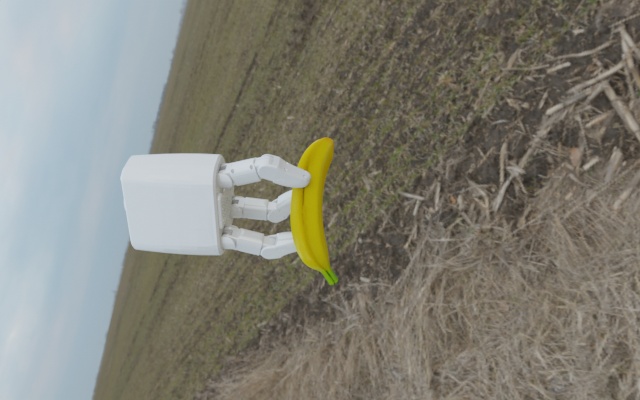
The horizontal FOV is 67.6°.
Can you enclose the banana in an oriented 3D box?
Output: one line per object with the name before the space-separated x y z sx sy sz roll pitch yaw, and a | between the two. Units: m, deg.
banana | -0.008 -0.003 0.567 0.037 0.197 0.070 -11 -28 23
